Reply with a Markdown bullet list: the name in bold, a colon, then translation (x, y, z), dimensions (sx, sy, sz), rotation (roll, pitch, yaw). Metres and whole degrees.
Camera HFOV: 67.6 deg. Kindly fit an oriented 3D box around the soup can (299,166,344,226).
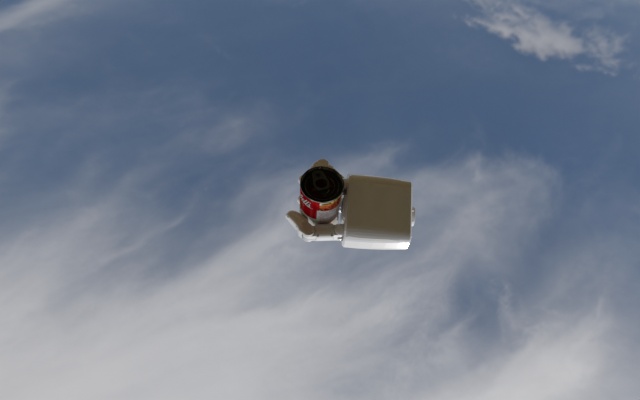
- **soup can**: translation (0.000, 0.003, 0.766), dimensions (0.068, 0.068, 0.102), rotation (0, -34, -3)
